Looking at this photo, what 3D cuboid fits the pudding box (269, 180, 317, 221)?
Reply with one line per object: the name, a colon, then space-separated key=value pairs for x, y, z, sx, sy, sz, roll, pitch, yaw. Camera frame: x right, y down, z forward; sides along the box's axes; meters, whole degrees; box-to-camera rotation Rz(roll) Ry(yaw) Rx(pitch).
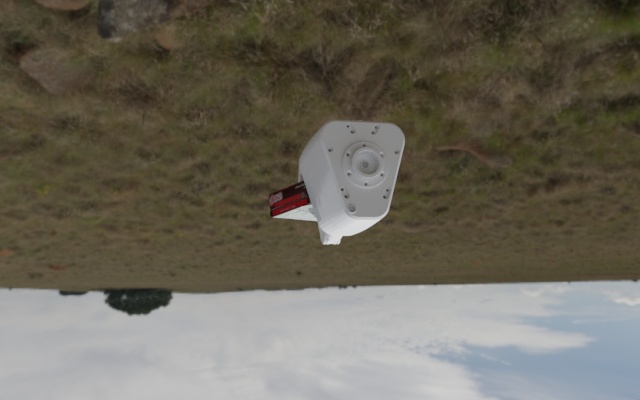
pudding box: x=0.000 y=0.002 z=0.650 sx=0.113 sy=0.039 sz=0.090 roll=9 pitch=-17 yaw=-39
